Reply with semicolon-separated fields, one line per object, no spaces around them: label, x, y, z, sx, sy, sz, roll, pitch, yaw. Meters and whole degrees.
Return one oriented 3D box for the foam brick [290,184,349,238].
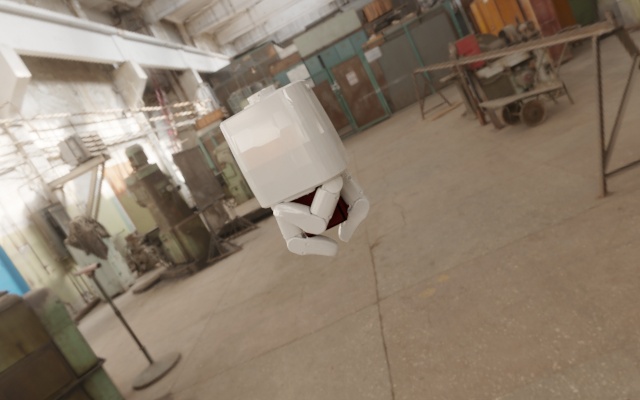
foam brick;0.000;0.002;0.573;0.053;0.051;0.078;-26;11;11
